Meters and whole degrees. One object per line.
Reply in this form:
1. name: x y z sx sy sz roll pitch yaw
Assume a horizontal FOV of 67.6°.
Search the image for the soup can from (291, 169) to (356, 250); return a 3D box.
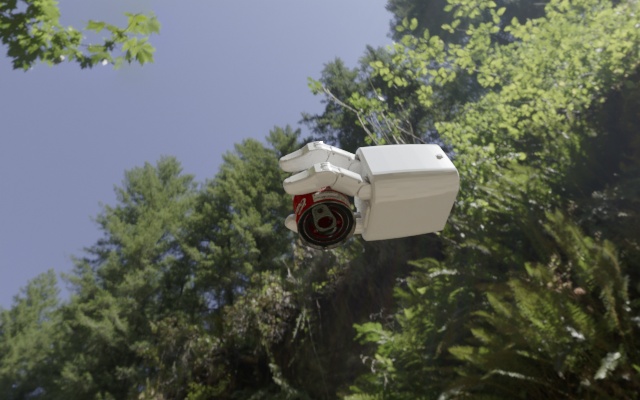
1. soup can: 0.000 0.002 0.579 0.068 0.068 0.102 0 33 -10
